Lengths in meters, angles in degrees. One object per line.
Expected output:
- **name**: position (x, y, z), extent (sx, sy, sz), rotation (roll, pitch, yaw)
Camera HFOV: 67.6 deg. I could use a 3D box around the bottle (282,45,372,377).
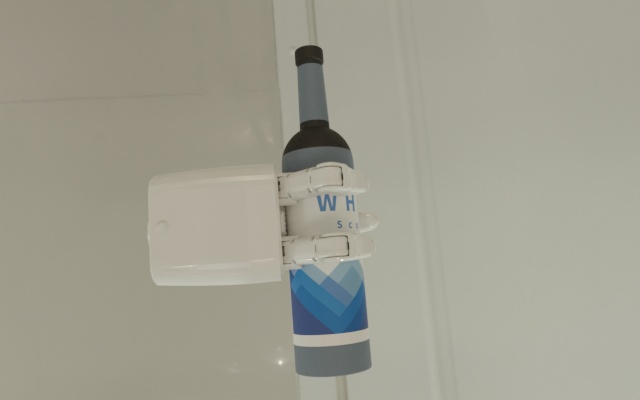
- **bottle**: position (0.000, 0.002, 0.437), extent (0.069, 0.295, 0.069), rotation (-4, -9, -1)
